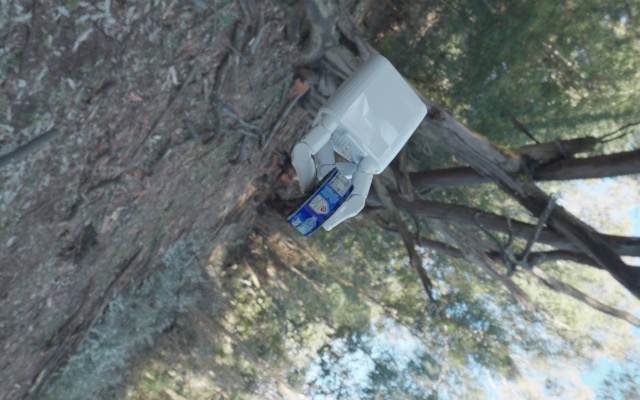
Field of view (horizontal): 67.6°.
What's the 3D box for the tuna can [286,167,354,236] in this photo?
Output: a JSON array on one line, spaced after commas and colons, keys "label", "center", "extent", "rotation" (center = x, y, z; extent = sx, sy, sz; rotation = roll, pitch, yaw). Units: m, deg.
[{"label": "tuna can", "center": [0.000, 0.002, 0.568], "extent": [0.034, 0.086, 0.086], "rotation": [44, -4, -4]}]
